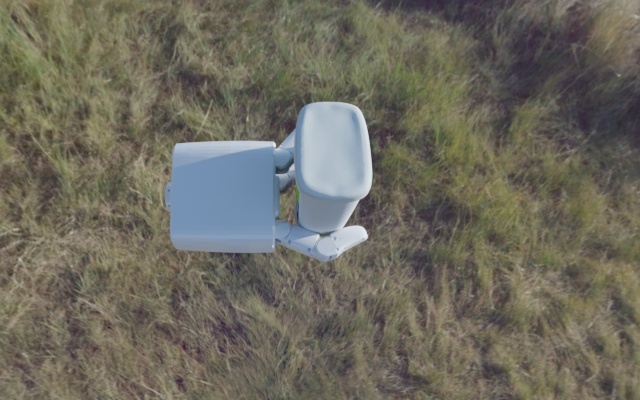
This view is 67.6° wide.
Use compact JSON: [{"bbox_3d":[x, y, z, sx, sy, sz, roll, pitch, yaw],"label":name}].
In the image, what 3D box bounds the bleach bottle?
[{"bbox_3d":[0.000,0.002,0.530,0.068,0.102,0.251,0,-24,-5],"label":"bleach bottle"}]
